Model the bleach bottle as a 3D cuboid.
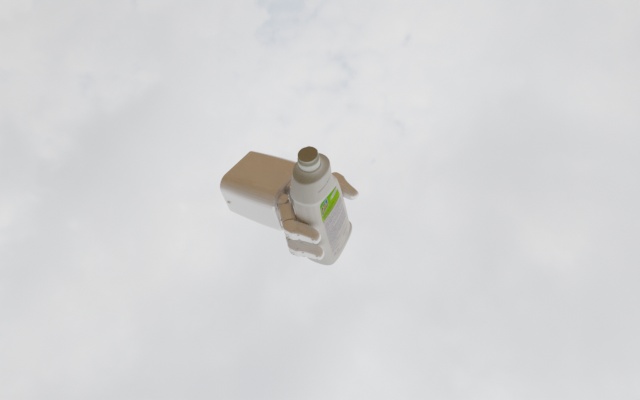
[{"bbox_3d":[0.000,0.003,0.746,0.068,0.102,0.251,17,-31,18],"label":"bleach bottle"}]
